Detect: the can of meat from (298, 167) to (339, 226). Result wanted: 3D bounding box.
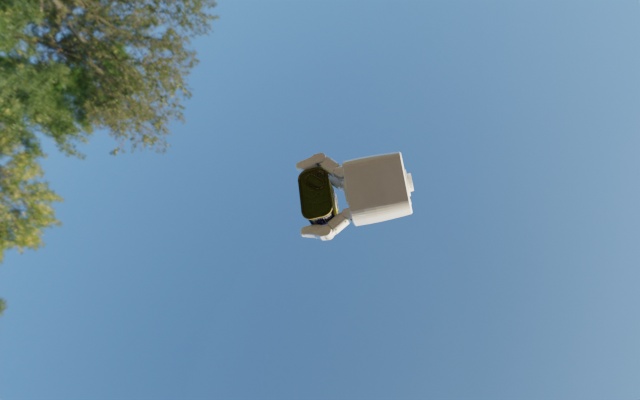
[{"bbox_3d":[0.000,0.003,0.885,0.057,0.102,0.084,-13,-28,10],"label":"can of meat"}]
